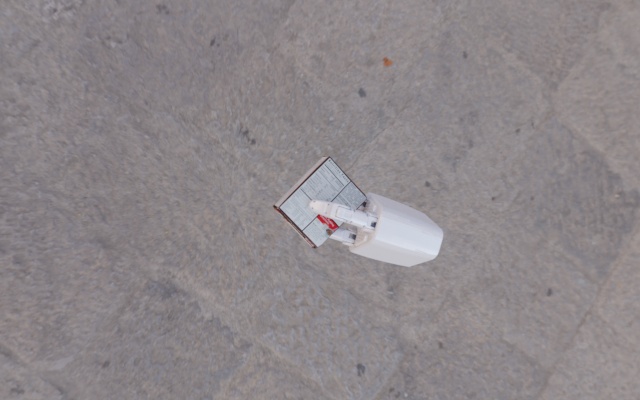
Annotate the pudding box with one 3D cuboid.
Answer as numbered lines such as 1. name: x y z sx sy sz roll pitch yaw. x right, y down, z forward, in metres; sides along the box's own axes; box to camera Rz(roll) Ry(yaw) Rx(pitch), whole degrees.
1. pudding box: 0.000 0.002 0.713 0.113 0.090 0.039 -45 12 -11
